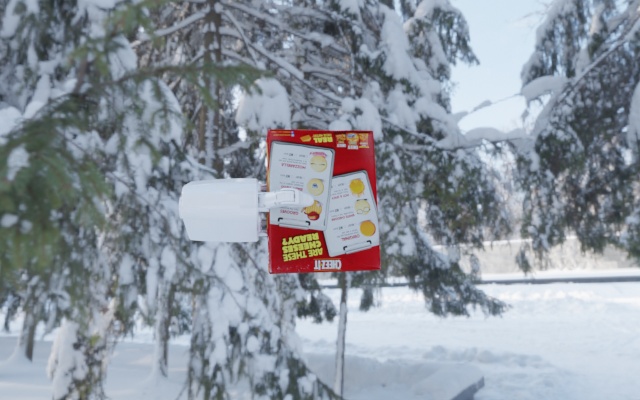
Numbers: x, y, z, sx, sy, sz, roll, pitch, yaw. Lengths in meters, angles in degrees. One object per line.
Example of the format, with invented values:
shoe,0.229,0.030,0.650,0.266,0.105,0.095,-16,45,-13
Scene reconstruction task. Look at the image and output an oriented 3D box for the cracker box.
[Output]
cracker box,0.000,0.002,0.729,0.164,0.213,0.072,-1,-10,-8
